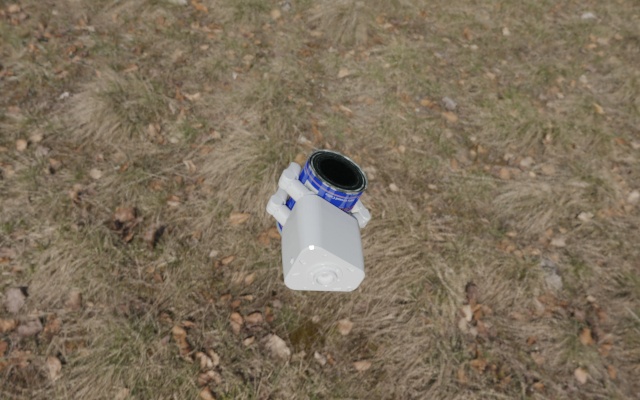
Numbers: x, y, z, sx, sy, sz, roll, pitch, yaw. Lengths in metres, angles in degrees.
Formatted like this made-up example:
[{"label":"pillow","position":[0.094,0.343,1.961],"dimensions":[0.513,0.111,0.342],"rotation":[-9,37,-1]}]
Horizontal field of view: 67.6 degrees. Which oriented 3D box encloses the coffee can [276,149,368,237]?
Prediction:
[{"label":"coffee can","position":[0.000,0.003,0.779],"dimensions":[0.103,0.140,0.102],"rotation":[19,37,-15]}]
